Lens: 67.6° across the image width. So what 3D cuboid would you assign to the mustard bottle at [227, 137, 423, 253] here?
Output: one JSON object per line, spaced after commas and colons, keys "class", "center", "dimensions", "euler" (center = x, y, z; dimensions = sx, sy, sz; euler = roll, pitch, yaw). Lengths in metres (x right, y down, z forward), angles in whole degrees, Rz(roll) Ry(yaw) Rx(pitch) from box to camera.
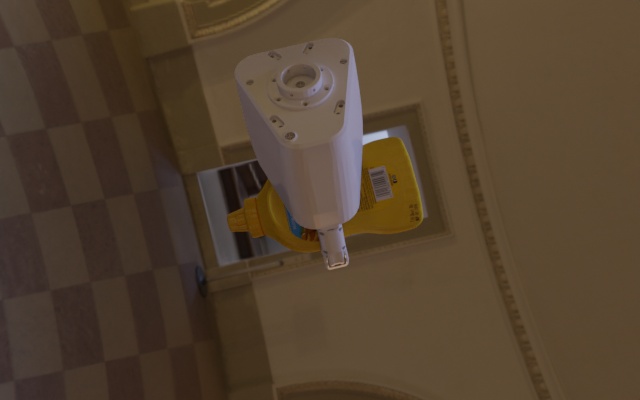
{"class": "mustard bottle", "center": [0.000, 0.002, 0.487], "dimensions": [0.191, 0.096, 0.058], "euler": [-13, -9, -2]}
